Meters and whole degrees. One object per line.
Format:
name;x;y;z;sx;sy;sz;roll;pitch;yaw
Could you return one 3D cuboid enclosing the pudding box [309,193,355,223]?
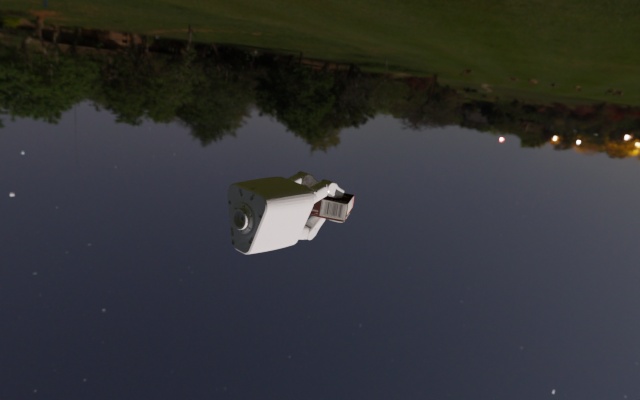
pudding box;0.000;0.003;0.875;0.113;0.039;0.090;13;14;9
